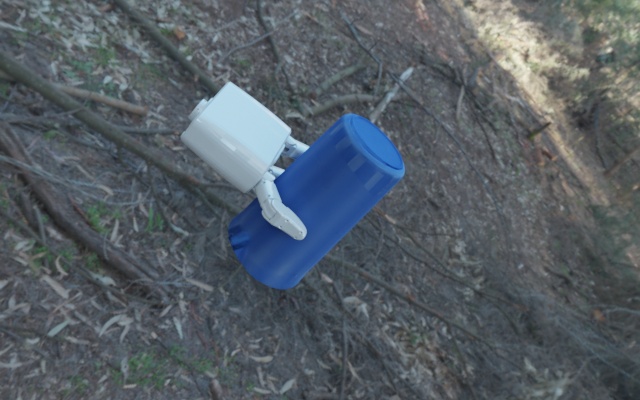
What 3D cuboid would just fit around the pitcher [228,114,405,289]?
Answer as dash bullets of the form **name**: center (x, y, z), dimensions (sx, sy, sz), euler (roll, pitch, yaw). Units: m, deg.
- **pitcher**: center (0.000, 0.002, 0.654), dimensions (0.145, 0.243, 0.149), euler (39, 28, -14)
